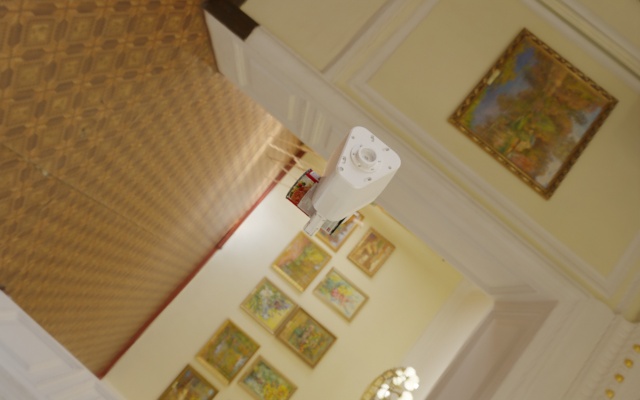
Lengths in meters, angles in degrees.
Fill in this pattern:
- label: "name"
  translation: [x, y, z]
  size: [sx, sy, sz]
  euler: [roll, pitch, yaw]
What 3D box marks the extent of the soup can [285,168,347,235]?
- label: "soup can"
  translation: [0.000, 0.003, 0.817]
  size: [0.102, 0.068, 0.068]
  euler: [40, 3, 4]
